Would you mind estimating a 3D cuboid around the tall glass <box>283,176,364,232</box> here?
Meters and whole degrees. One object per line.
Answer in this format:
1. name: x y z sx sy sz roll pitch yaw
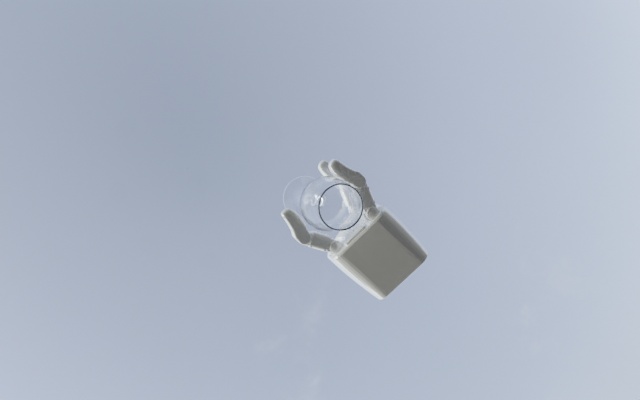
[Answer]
1. tall glass: 0.000 0.002 0.710 0.079 0.079 0.201 0 4 -15
